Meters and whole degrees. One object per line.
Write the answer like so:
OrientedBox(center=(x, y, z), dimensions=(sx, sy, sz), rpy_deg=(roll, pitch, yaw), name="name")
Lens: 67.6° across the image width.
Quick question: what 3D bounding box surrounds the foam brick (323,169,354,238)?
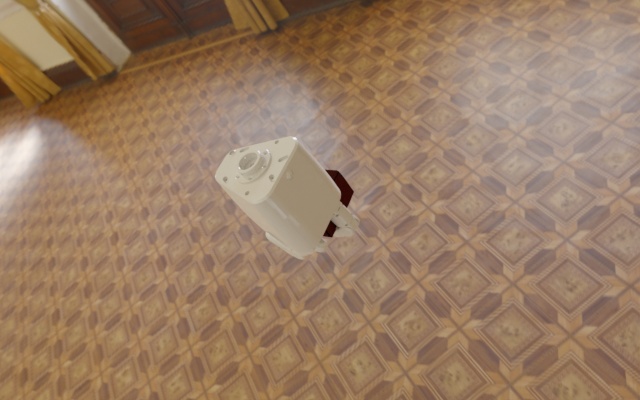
OrientedBox(center=(0.000, 0.002, 0.642), dimensions=(0.053, 0.078, 0.051), rpy_deg=(7, -30, 38), name="foam brick")
